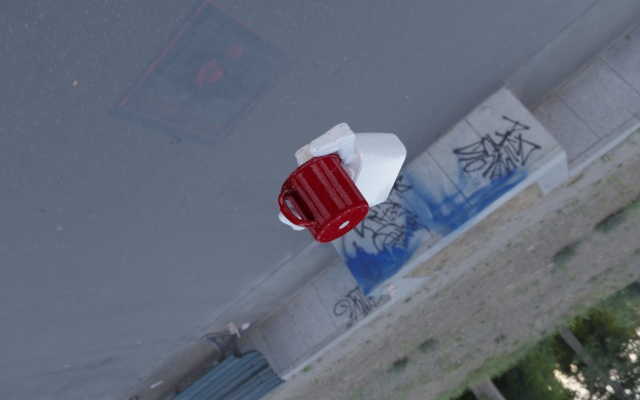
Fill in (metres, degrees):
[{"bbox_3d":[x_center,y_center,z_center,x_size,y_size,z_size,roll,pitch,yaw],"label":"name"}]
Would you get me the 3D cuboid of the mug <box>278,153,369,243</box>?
[{"bbox_3d":[-0.001,0.002,0.601,0.117,0.081,0.093,-14,-29,-43],"label":"mug"}]
